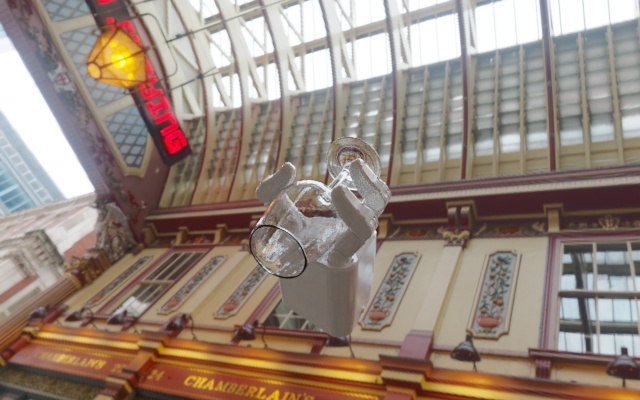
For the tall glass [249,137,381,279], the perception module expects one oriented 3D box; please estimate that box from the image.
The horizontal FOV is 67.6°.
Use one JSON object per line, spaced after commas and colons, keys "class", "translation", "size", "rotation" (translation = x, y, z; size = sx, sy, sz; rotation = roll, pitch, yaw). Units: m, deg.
{"class": "tall glass", "translation": [0.000, 0.001, 0.527], "size": [0.079, 0.079, 0.201], "rotation": [0, 28, 28]}
